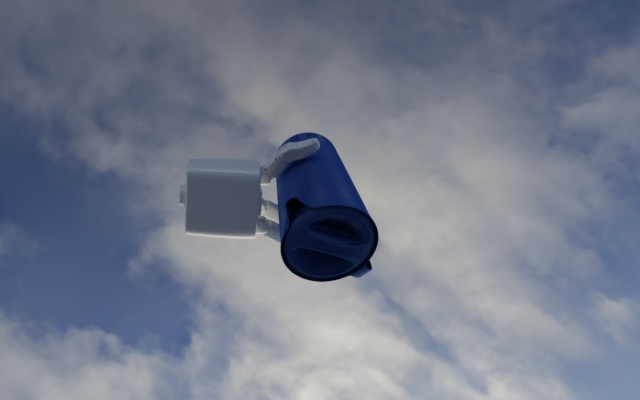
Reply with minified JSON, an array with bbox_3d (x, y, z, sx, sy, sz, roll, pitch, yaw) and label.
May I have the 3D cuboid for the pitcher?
[{"bbox_3d":[0.000,0.002,0.730,0.145,0.149,0.242,0,35,-11],"label":"pitcher"}]
